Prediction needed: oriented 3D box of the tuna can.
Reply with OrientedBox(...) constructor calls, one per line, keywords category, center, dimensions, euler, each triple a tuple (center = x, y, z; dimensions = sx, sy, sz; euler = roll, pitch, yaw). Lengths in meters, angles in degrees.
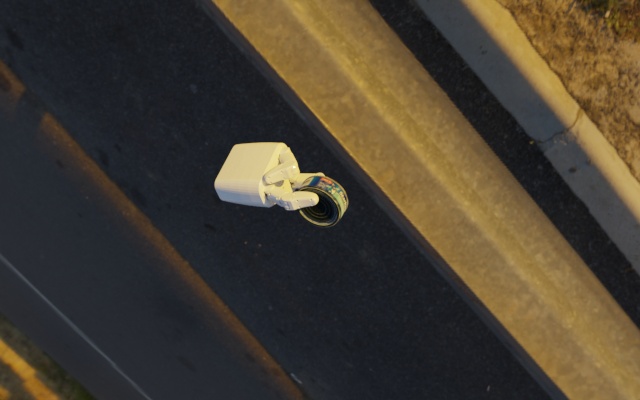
OrientedBox(category="tuna can", center=(0.000, 0.003, 0.789), dimensions=(0.086, 0.086, 0.033), euler=(0, 36, 30))
